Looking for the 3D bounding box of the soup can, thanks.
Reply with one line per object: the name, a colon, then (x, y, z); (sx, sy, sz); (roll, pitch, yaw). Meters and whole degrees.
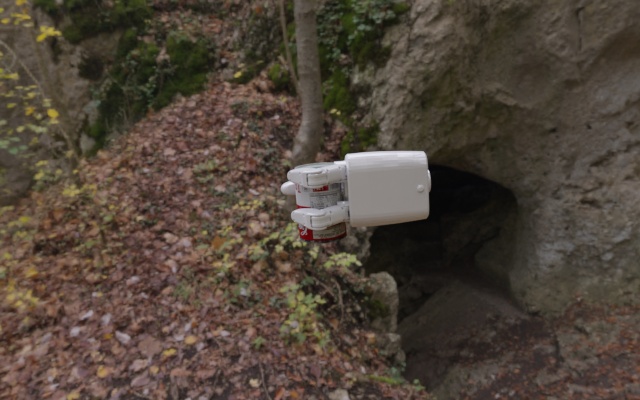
soup can: (0.000, 0.002, 0.670); (0.068, 0.102, 0.068); (-4, 13, 1)
